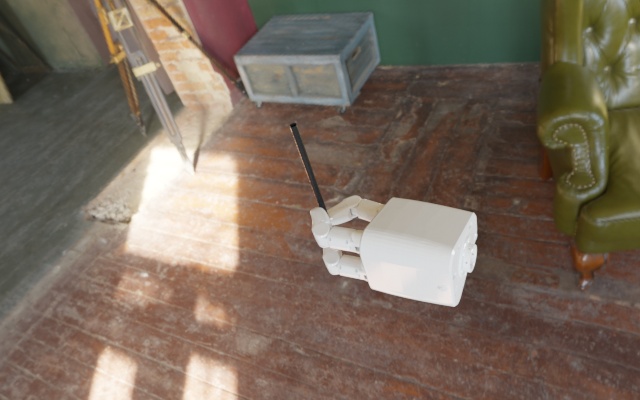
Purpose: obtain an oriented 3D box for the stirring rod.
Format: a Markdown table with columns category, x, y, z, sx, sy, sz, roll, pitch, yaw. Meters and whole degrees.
| category | x | y | z | sx | sy | sz | roll | pitch | yaw |
| --- | --- | --- | --- | --- | --- | --- | --- | --- | --- |
| stirring rod | 0.000 | 0.002 | 0.607 | 0.011 | 0.240 | 0.011 | -11 | 42 | 10 |
